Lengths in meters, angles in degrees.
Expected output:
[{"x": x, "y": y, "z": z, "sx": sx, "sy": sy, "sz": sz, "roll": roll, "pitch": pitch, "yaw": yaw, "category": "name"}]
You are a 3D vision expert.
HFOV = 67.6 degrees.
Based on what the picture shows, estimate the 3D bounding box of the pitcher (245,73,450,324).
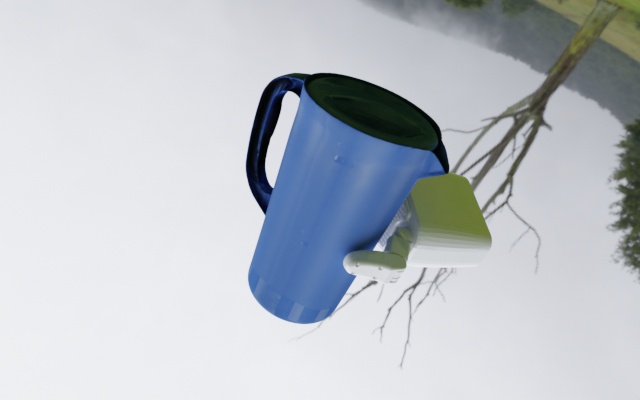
[{"x": 0.000, "y": 0.002, "z": 0.481, "sx": 0.145, "sy": 0.243, "sz": 0.149, "roll": 7, "pitch": 35, "yaw": -26, "category": "pitcher"}]
